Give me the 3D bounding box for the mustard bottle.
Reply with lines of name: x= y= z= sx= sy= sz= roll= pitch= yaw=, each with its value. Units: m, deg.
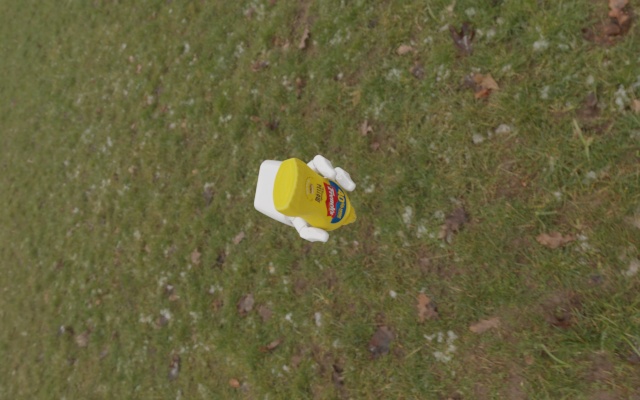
mustard bottle: x=0.000 y=0.003 z=0.861 sx=0.058 sy=0.096 sz=0.192 roll=-14 pitch=-29 yaw=39
